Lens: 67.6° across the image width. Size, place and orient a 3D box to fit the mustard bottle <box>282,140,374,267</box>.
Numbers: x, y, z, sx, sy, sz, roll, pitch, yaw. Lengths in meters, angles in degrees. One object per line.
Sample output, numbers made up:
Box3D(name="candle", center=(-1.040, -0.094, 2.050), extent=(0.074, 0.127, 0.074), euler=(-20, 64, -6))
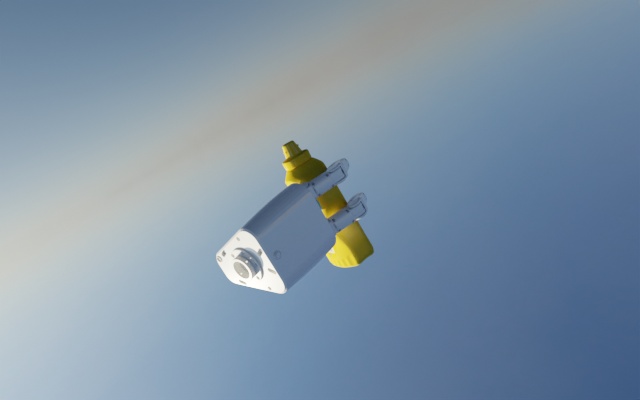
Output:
Box3D(name="mustard bottle", center=(0.000, 0.002, 0.680), extent=(0.058, 0.192, 0.096), euler=(-35, 14, -18))
